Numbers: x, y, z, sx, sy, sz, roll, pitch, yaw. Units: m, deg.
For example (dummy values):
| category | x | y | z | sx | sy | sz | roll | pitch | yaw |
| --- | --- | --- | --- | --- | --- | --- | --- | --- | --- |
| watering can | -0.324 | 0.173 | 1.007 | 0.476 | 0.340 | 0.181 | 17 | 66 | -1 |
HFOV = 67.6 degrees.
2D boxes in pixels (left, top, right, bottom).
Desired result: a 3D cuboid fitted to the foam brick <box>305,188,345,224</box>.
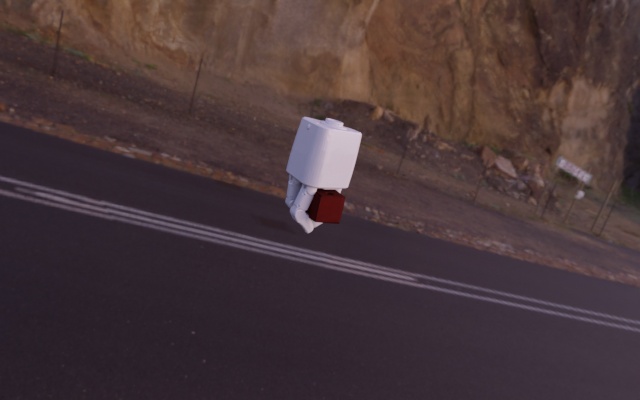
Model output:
| category | x | y | z | sx | sy | sz | roll | pitch | yaw |
| --- | --- | --- | --- | --- | --- | --- | --- | --- | --- |
| foam brick | 0.000 | 0.003 | 0.865 | 0.053 | 0.051 | 0.078 | 4 | 19 | -32 |
